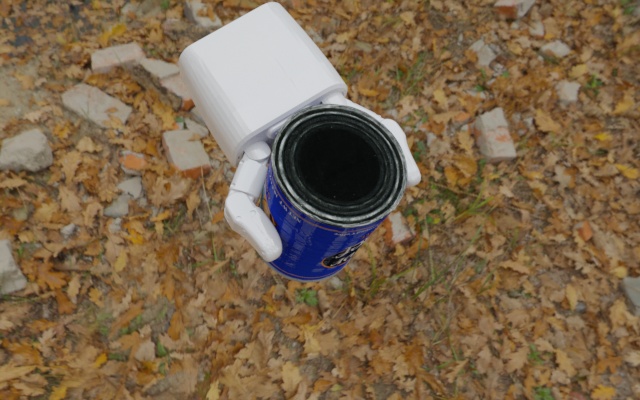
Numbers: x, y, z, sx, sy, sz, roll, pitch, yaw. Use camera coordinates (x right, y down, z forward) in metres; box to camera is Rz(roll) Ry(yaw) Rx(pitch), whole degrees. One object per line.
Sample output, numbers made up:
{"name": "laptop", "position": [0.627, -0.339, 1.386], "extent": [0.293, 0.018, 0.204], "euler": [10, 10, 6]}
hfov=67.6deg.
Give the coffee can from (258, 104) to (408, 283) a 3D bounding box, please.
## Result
{"name": "coffee can", "position": [0.000, 0.002, 0.406], "extent": [0.103, 0.102, 0.140], "euler": [0, -25, -14]}
